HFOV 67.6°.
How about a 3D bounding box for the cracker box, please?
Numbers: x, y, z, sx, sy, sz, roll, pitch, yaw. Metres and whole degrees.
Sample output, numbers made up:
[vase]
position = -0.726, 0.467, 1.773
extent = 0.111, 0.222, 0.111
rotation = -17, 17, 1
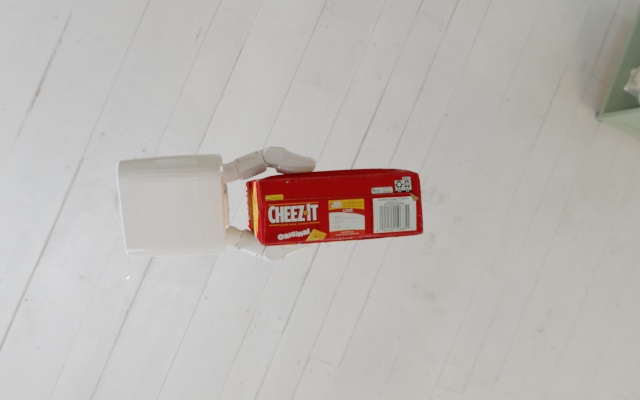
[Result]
[cracker box]
position = 0.000, 0.002, 0.557
extent = 0.164, 0.072, 0.213
rotation = -4, 3, -12
